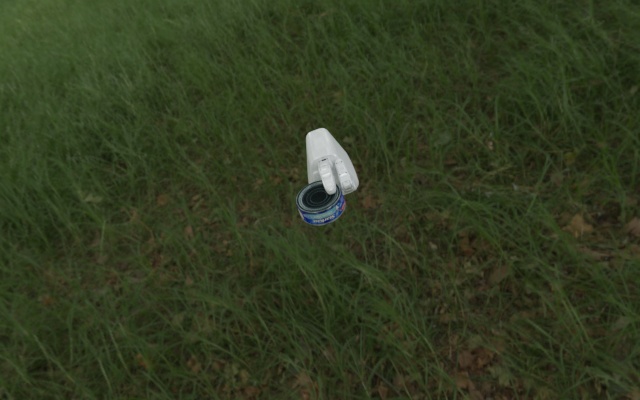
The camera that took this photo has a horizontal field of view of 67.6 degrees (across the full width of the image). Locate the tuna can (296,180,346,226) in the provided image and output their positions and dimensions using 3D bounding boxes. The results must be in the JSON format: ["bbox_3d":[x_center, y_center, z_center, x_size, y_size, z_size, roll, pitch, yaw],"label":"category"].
[{"bbox_3d":[0.000,0.002,0.860,0.086,0.086,0.034,0,-44,21],"label":"tuna can"}]
